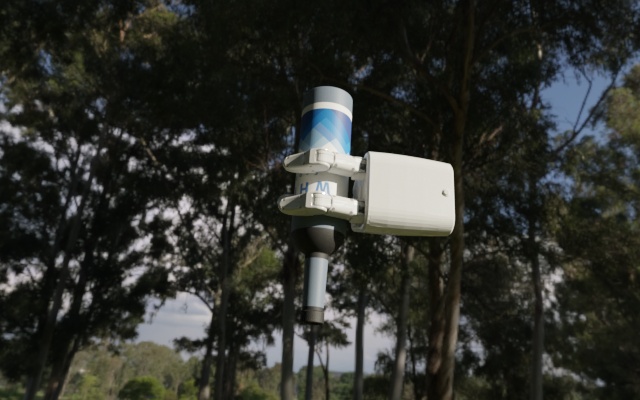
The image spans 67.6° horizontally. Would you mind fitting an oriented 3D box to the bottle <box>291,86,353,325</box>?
[{"bbox_3d":[0.000,0.002,0.591,0.069,0.295,0.069,4,-21,1],"label":"bottle"}]
